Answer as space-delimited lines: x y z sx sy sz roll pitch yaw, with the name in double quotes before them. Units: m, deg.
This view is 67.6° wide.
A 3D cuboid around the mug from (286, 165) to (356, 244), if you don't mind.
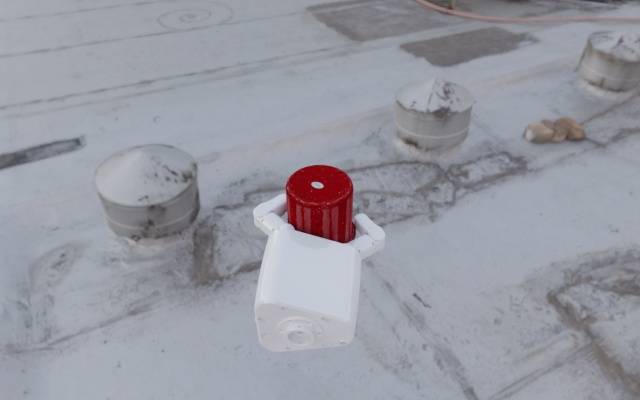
"mug" 0.000 0.001 0.604 0.093 0.082 0.117 3 41 4
